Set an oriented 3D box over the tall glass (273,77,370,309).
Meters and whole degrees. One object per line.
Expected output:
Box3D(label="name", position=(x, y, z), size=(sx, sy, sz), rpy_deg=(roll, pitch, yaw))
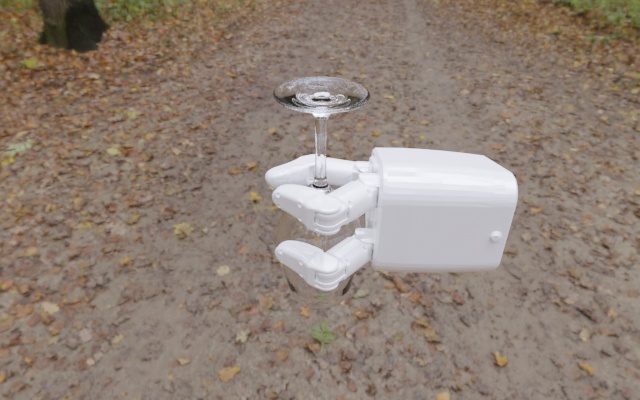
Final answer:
Box3D(label="tall glass", position=(0.000, 0.001, 0.418), size=(0.079, 0.201, 0.079), rpy_deg=(1, 33, 0))
